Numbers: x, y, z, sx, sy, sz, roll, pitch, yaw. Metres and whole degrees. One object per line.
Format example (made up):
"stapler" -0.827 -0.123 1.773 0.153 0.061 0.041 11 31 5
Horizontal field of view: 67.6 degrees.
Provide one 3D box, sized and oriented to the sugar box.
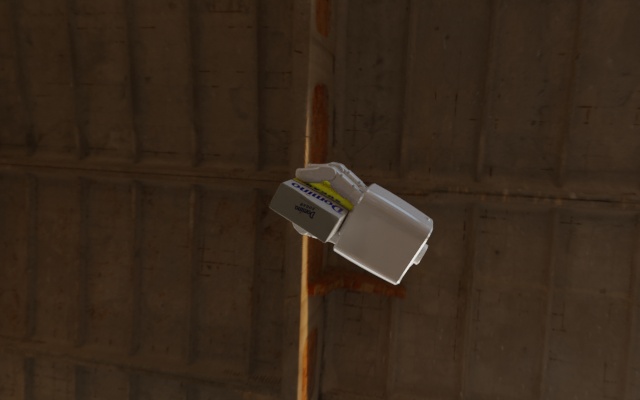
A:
"sugar box" 0.001 0.002 0.702 0.093 0.048 0.176 32 13 7
